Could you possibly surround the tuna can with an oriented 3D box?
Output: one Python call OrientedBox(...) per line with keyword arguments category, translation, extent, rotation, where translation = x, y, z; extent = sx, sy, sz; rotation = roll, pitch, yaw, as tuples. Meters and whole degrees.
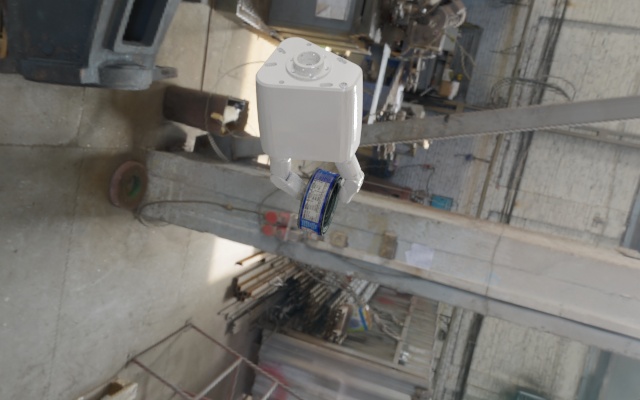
OrientedBox(category="tuna can", translation=(0.001, 0.002, 0.630), extent=(0.034, 0.086, 0.086), rotation=(17, 3, 10))
